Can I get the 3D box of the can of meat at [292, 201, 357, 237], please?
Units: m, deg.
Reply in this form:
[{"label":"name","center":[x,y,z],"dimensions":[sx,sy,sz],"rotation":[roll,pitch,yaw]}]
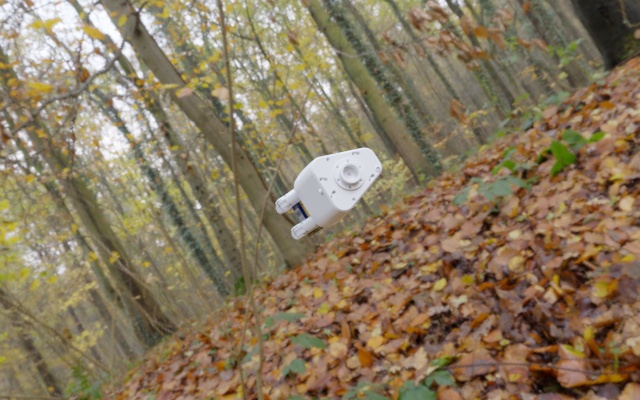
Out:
[{"label":"can of meat","center":[0.000,0.002,0.855],"dimensions":[0.102,0.084,0.057],"rotation":[-31,-4,-17]}]
